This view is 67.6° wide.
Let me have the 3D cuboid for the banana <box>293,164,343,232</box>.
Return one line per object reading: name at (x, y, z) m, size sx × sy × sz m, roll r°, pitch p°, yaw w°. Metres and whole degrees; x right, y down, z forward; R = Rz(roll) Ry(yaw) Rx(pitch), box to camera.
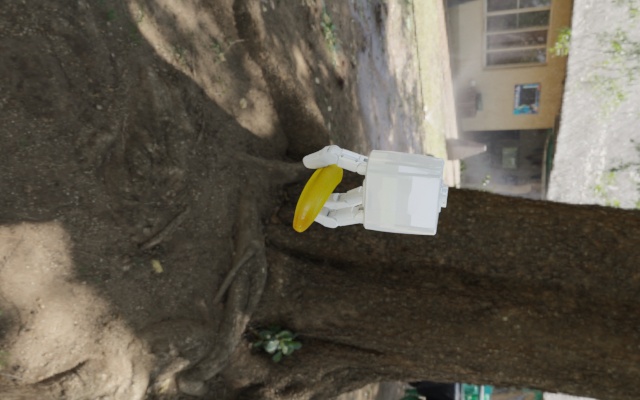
banana at (0.003, -0.016, 0.713) m, size 0.037 × 0.070 × 0.197 m, roll 12°, pitch 20°, yaw 12°
